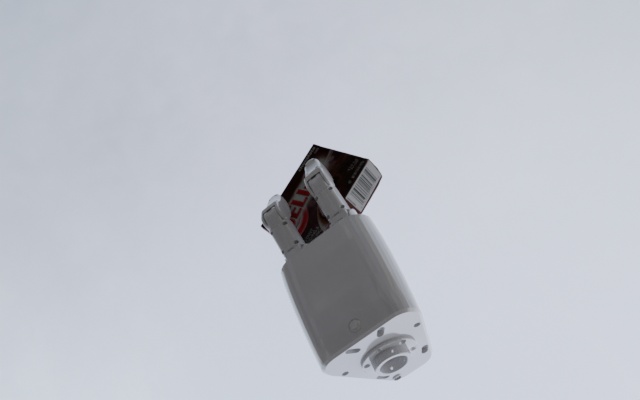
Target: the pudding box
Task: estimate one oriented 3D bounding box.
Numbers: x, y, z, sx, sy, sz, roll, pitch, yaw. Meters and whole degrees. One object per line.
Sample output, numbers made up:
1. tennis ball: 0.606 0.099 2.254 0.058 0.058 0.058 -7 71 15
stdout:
1. pudding box: 0.000 0.002 0.503 0.090 0.113 0.039 22 -15 46
